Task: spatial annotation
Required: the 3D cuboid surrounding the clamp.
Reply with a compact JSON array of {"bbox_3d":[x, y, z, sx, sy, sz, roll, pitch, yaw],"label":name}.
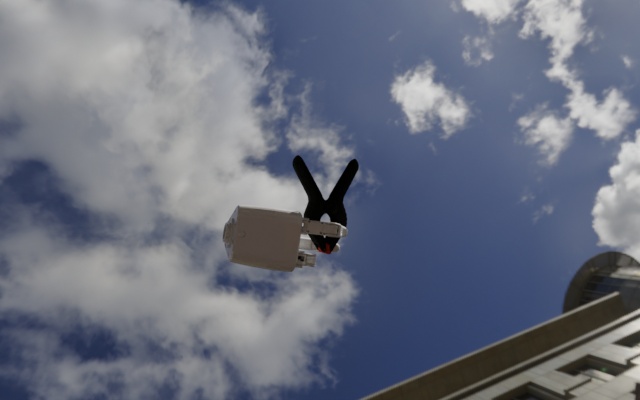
[{"bbox_3d":[0.000,0.003,0.812,0.120,0.171,0.039,10,-6,-18],"label":"clamp"}]
